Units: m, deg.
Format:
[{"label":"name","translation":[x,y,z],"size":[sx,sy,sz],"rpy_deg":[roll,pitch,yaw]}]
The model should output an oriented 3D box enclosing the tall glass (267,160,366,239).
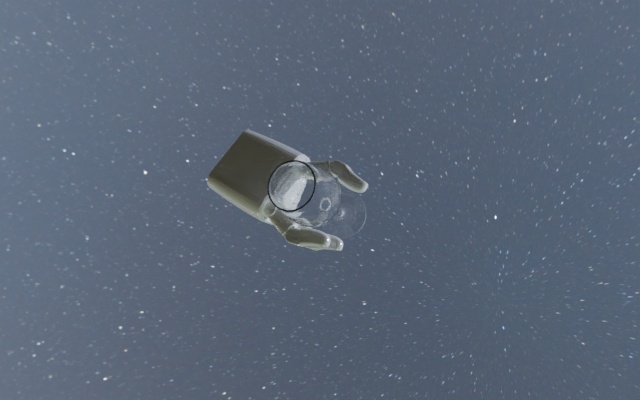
[{"label":"tall glass","translation":[0.000,0.002,0.644],"size":[0.079,0.079,0.201],"rpy_deg":[0,-11,20]}]
